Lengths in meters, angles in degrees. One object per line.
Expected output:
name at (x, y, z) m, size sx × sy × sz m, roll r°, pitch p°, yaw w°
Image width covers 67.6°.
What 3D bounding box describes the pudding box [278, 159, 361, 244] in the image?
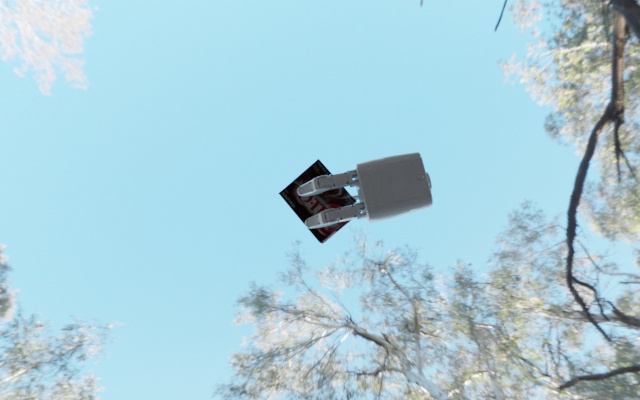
pudding box at (0.000, 0.003, 0.799) m, size 0.090 × 0.113 × 0.039 m, roll -41°, pitch -12°, yaw -1°
